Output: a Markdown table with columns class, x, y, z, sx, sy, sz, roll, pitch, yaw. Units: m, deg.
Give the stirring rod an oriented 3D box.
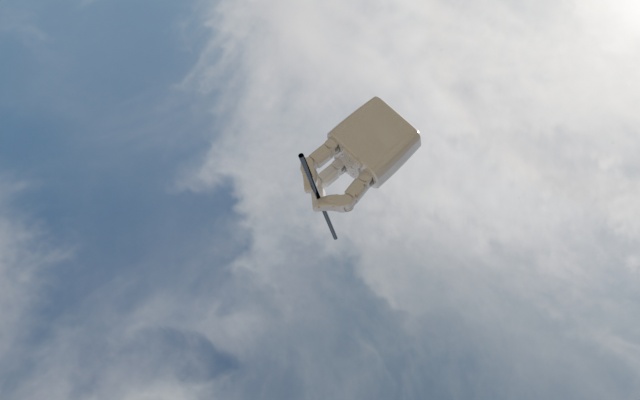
| class | x | y | z | sx | sy | sz | roll | pitch | yaw |
| --- | --- | --- | --- | --- | --- | --- | --- | --- | --- |
| stirring rod | 0.000 | 0.002 | 0.746 | 0.011 | 0.011 | 0.240 | 0 | -32 | 15 |
